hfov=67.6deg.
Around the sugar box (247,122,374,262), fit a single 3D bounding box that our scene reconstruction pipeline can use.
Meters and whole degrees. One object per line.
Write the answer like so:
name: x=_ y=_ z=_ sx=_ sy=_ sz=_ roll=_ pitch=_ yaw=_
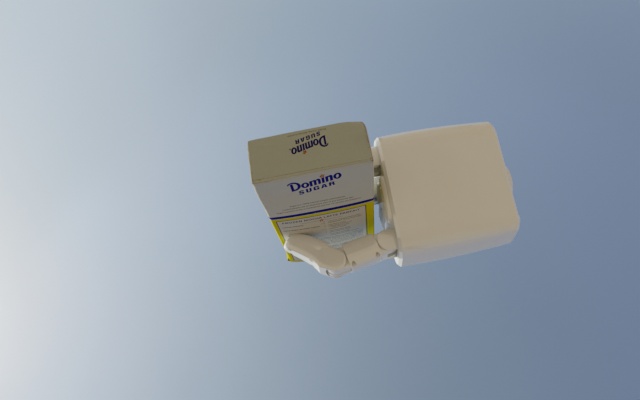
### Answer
sugar box: x=0.000 y=0.001 z=0.429 sx=0.093 sy=0.048 sz=0.176 roll=-11 pitch=-30 yaw=0
